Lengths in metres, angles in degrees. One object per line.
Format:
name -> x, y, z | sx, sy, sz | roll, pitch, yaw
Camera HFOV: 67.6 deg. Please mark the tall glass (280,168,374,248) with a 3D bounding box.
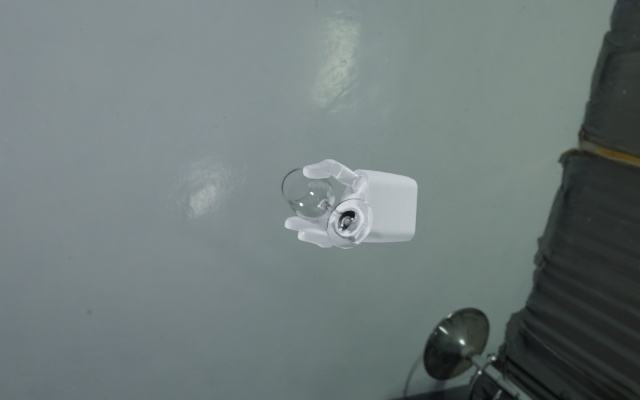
tall glass -> 0.000, 0.003, 0.748 | 0.079, 0.079, 0.201 | 0, 18, -27
